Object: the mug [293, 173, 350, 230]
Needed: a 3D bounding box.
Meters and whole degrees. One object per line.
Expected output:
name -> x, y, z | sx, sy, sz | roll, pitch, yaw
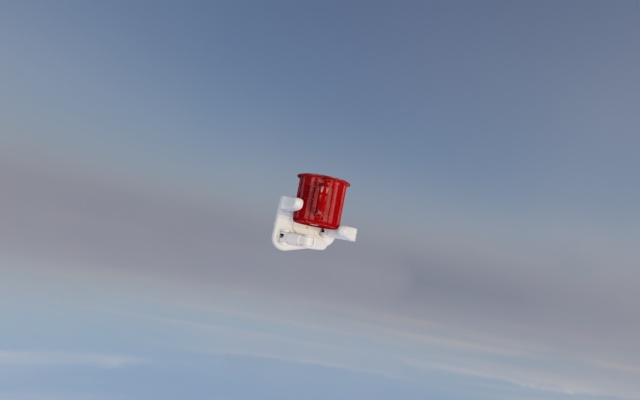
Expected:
mug -> 0.000, 0.003, 0.804 | 0.093, 0.081, 0.117 | 11, -7, -6
